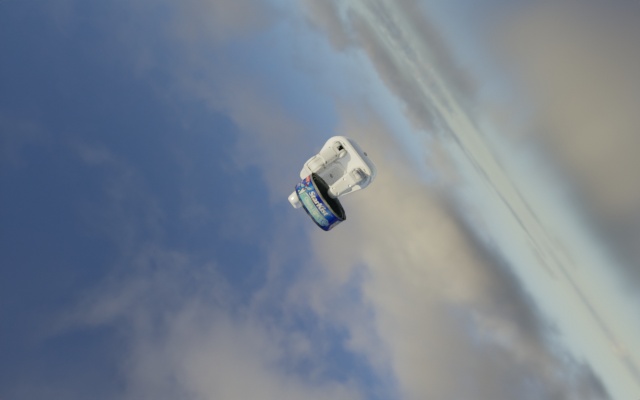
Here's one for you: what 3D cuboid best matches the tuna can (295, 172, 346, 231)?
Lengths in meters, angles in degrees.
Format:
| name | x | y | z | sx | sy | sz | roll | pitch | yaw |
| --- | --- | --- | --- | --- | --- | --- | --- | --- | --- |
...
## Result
| name | x | y | z | sx | sy | sz | roll | pitch | yaw |
| --- | --- | --- | --- | --- | --- | --- | --- | --- | --- |
| tuna can | 0.000 | 0.003 | 0.707 | 0.034 | 0.086 | 0.086 | -35 | -9 | 13 |
